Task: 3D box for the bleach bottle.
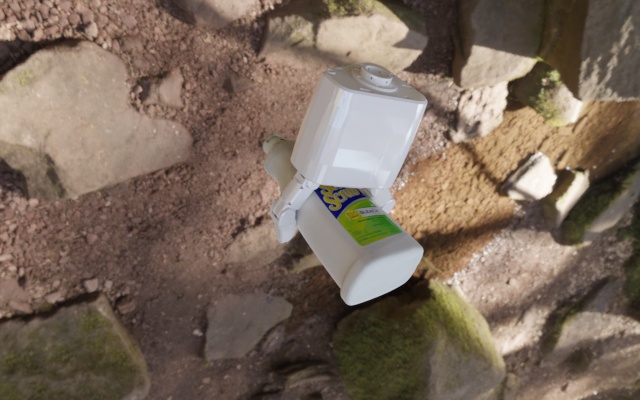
[{"bbox_3d":[0.000,0.002,0.558,0.102,0.068,0.250,-12,45,-38],"label":"bleach bottle"}]
